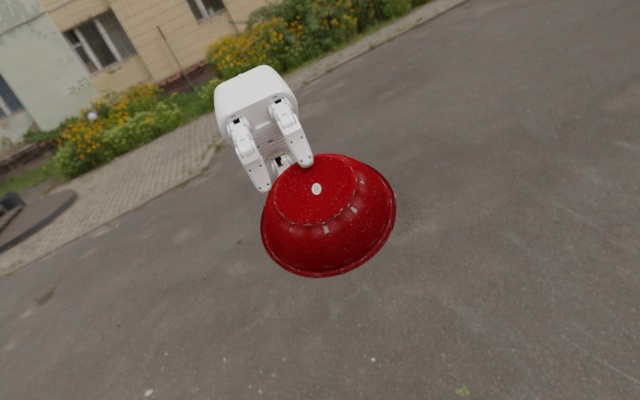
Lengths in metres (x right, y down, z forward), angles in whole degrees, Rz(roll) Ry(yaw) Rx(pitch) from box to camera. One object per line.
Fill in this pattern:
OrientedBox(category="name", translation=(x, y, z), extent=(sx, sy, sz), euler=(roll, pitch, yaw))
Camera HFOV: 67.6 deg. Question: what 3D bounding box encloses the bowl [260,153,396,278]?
OrientedBox(category="bowl", translation=(0.001, 0.002, 0.529), extent=(0.162, 0.162, 0.055), euler=(0, -33, 18))
